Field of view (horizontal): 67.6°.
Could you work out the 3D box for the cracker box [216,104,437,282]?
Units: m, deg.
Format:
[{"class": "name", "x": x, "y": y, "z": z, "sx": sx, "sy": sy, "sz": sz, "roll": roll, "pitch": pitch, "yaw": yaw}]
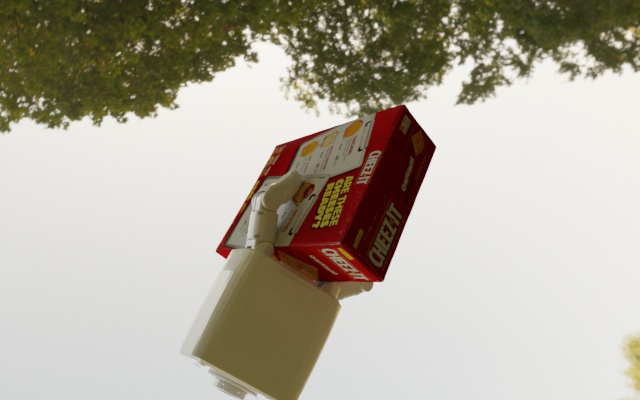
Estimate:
[{"class": "cracker box", "x": 0.000, "y": 0.002, "z": 0.512, "sx": 0.214, "sy": 0.164, "sz": 0.072, "roll": -9, "pitch": -43, "yaw": 49}]
